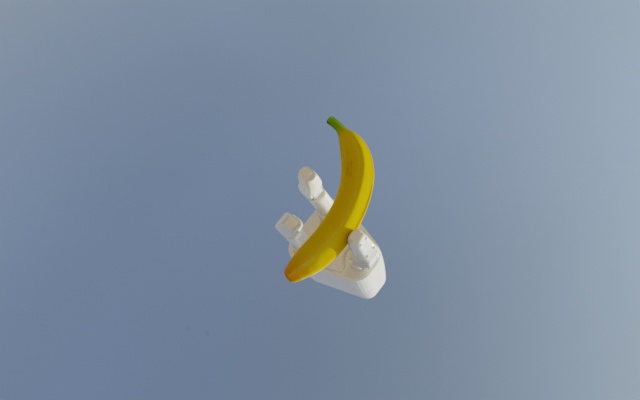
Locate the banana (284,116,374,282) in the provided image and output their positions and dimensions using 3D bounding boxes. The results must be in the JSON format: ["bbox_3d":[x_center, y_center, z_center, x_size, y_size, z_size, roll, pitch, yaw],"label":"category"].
[{"bbox_3d":[0.019,0.002,0.528,0.069,0.197,0.037,11,-21,13],"label":"banana"}]
